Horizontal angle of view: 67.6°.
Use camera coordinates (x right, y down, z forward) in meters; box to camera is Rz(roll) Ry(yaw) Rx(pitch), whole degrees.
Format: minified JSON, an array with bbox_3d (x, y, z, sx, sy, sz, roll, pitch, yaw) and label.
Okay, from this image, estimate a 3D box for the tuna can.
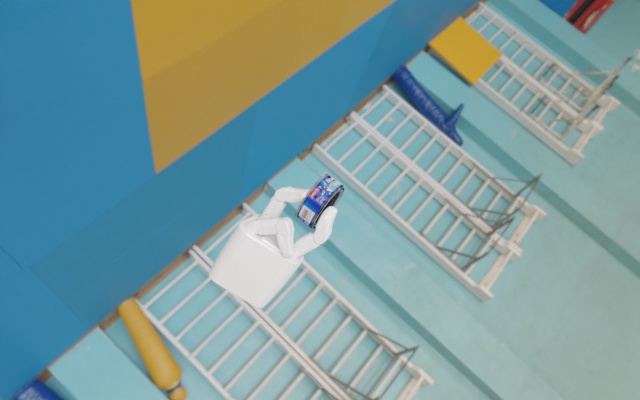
[{"bbox_3d":[0.001,0.003,0.748,0.033,0.086,0.086,37,8,10],"label":"tuna can"}]
